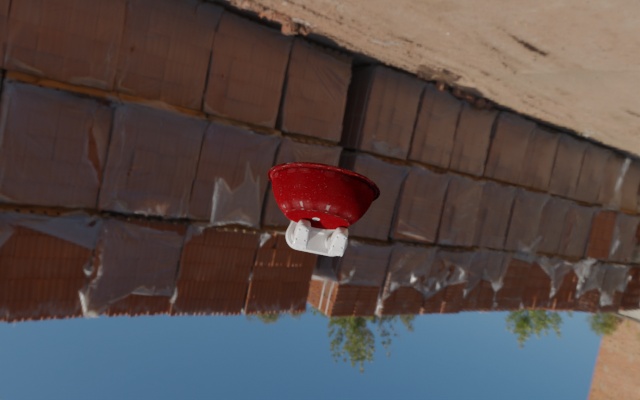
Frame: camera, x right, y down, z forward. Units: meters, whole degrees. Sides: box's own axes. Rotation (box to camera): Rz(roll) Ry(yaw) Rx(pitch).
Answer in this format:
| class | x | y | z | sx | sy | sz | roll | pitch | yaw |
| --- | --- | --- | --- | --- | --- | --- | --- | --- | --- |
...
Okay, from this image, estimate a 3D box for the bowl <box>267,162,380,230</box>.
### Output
| class | x | y | z | sx | sy | sz | roll | pitch | yaw |
| --- | --- | --- | --- | --- | --- | --- | --- | --- | --- |
| bowl | 0.000 | 0.002 | 0.670 | 0.162 | 0.055 | 0.162 | 9 | -18 | 3 |
